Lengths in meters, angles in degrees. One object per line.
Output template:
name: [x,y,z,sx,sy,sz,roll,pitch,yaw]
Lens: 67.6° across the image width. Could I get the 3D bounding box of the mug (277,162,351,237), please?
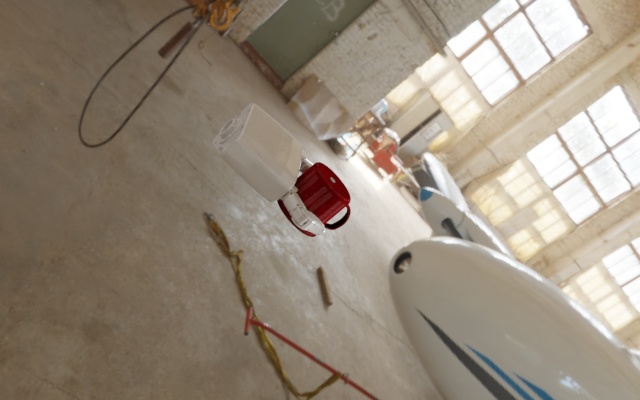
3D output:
mug: [0.001,0.003,0.739,0.117,0.081,0.093,41,19,-27]
